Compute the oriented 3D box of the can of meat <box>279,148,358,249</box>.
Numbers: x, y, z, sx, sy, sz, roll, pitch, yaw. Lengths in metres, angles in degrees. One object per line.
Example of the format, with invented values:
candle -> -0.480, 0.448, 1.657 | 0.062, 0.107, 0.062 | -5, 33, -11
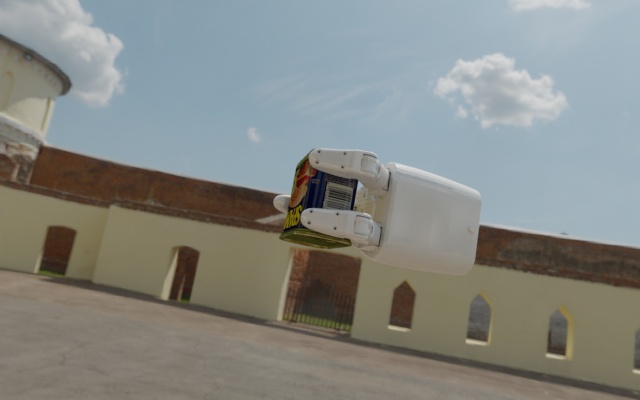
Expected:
can of meat -> 0.000, 0.001, 0.480 | 0.057, 0.084, 0.102 | 13, -11, -14
